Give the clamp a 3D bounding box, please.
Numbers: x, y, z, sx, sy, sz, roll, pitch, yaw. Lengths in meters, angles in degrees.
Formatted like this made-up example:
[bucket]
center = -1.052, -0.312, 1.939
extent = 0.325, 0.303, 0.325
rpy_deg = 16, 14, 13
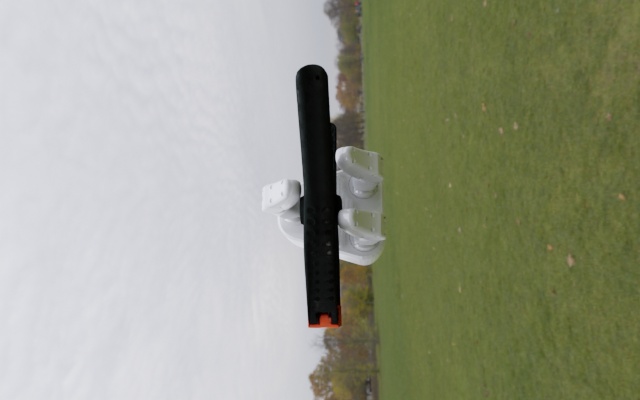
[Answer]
[clamp]
center = -0.001, 0.002, 0.410
extent = 0.036, 0.210, 0.164
rpy_deg = -2, -14, 5
